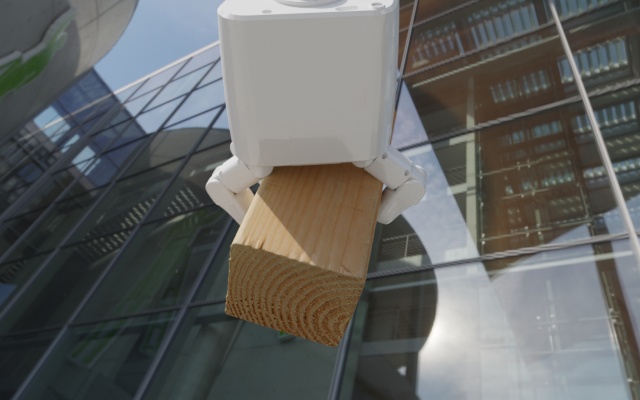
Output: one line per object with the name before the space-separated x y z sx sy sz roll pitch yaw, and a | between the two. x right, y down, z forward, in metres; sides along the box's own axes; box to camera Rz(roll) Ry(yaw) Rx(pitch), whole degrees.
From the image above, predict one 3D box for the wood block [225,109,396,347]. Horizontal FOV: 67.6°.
wood block | 0.000 0.001 0.403 0.091 0.090 0.206 17 44 2
